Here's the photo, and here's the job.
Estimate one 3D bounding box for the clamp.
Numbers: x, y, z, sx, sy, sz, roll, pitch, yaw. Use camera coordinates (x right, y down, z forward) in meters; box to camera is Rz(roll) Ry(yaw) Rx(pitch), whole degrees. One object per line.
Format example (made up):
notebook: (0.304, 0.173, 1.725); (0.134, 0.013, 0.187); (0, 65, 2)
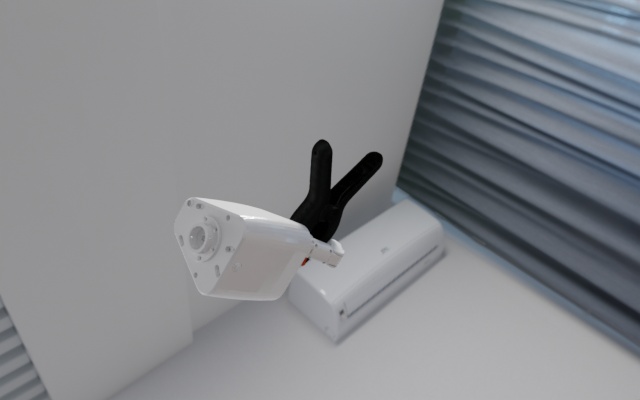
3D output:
clamp: (0.000, 0.002, 0.577); (0.120, 0.171, 0.039); (20, 15, -48)
